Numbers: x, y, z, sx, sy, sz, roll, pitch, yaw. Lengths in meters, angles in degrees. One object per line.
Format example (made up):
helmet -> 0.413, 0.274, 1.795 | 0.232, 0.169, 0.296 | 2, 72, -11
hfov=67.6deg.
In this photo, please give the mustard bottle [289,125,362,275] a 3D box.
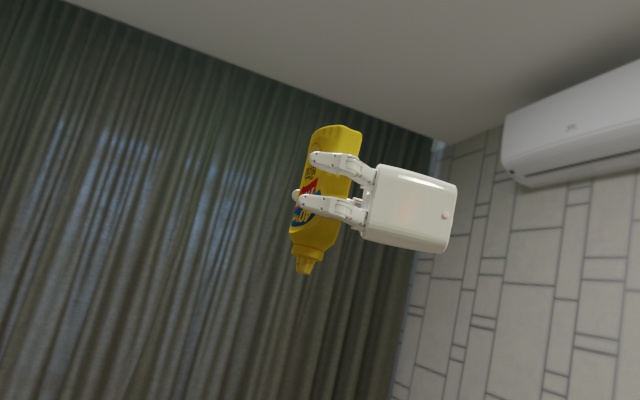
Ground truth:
mustard bottle -> 0.000, 0.002, 0.628 | 0.058, 0.191, 0.096 | 19, -12, -25
